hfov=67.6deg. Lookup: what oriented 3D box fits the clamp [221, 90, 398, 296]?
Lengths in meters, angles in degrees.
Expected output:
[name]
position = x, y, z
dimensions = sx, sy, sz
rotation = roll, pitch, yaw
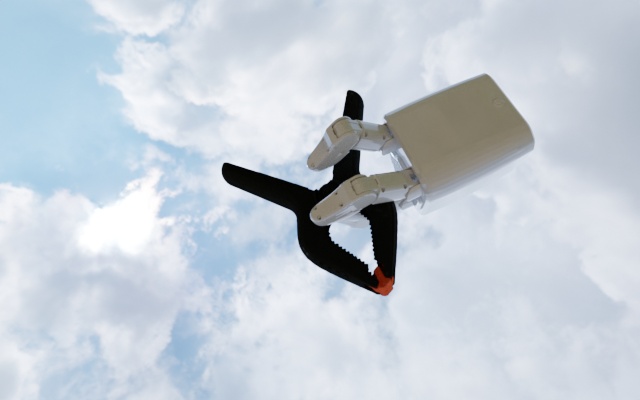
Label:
[clamp]
position = 0.001, 0.002, 0.453
dimensions = 0.164, 0.210, 0.036
rotation = -25, -30, 3
